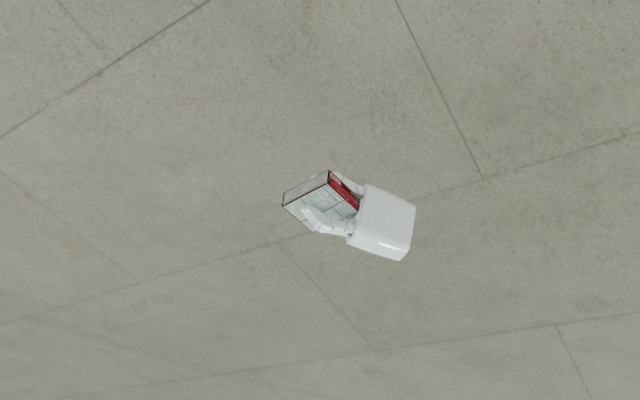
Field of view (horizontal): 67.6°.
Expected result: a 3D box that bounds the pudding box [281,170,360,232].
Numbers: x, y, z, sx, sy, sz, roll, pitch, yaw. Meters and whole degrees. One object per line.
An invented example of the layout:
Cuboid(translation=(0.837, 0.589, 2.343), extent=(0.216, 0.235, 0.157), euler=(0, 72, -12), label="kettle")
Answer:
Cuboid(translation=(0.000, 0.003, 0.858), extent=(0.113, 0.039, 0.090), euler=(-27, -54, 31), label="pudding box")
